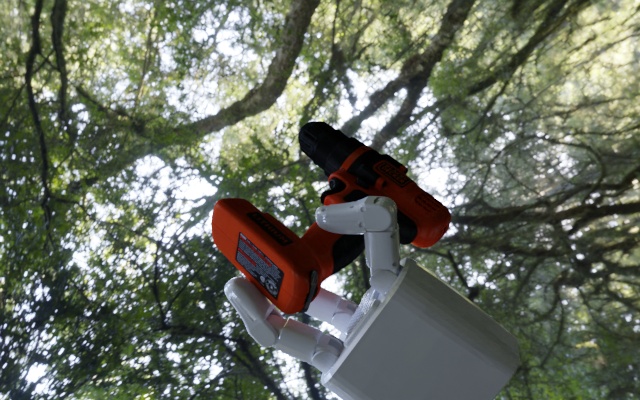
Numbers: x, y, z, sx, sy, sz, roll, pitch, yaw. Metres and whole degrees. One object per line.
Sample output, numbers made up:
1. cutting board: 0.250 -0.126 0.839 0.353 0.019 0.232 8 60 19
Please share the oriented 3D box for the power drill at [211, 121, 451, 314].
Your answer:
1. power drill: 0.000 0.002 0.427 0.184 0.057 0.187 38 47 26
